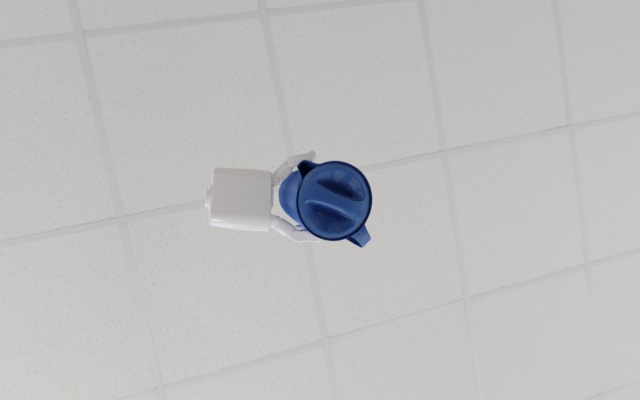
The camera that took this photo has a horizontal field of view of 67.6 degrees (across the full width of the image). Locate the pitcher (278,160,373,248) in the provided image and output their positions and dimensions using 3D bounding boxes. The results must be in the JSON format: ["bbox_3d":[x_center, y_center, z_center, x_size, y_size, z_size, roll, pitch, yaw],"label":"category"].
[{"bbox_3d":[0.000,0.003,0.895,0.145,0.149,0.243,2,3,-15],"label":"pitcher"}]
